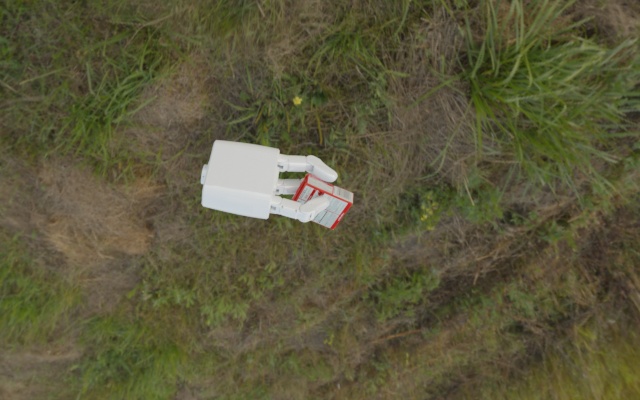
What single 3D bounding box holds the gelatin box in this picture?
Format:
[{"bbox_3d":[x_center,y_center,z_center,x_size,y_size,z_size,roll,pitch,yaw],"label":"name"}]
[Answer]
[{"bbox_3d":[0.000,0.003,0.802,0.089,0.030,0.073,23,-49,-12],"label":"gelatin box"}]
